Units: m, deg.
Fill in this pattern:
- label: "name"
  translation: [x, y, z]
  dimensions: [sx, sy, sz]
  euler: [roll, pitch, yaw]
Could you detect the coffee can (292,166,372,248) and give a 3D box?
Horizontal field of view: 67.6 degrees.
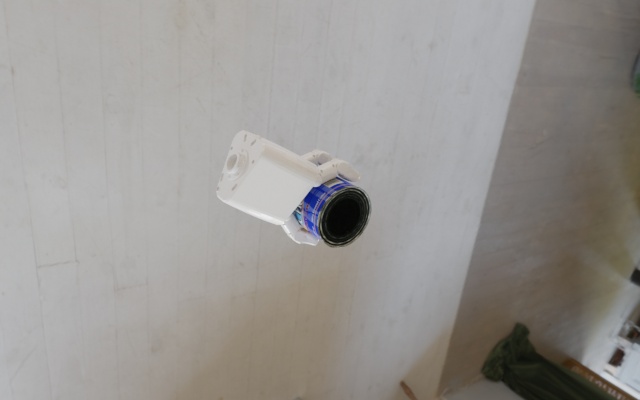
- label: "coffee can"
  translation: [0.000, 0.003, 0.784]
  dimensions: [0.103, 0.103, 0.140]
  euler: [0, 20, -36]
